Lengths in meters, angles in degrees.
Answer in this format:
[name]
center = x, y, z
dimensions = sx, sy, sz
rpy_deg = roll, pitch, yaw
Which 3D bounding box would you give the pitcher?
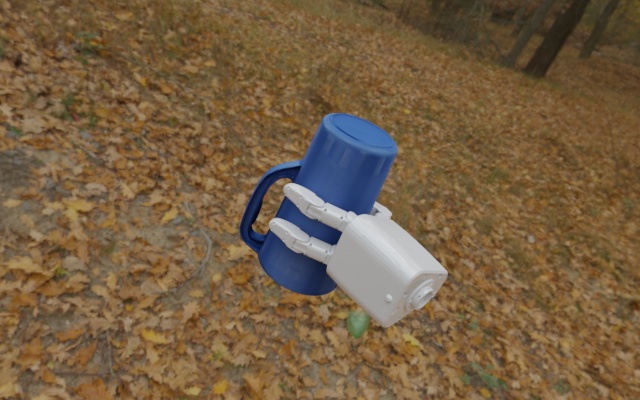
[pitcher]
center = 0.000, 0.002, 0.672
dimensions = 0.149, 0.243, 0.145
rpy_deg = -7, 41, -45
